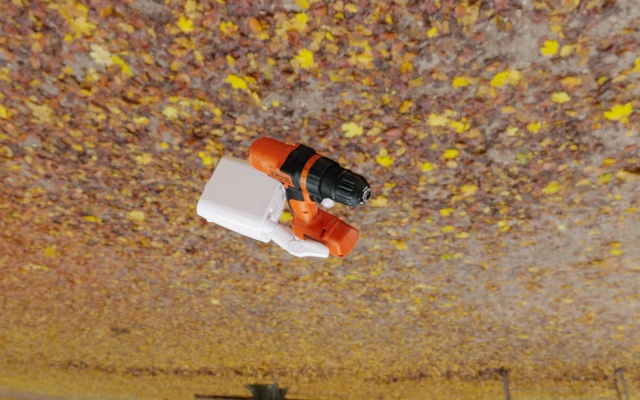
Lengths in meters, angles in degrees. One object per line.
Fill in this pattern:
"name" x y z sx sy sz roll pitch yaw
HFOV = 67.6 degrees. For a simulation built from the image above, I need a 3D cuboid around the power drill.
"power drill" 0.000 0.002 0.658 0.184 0.057 0.188 26 -27 31
